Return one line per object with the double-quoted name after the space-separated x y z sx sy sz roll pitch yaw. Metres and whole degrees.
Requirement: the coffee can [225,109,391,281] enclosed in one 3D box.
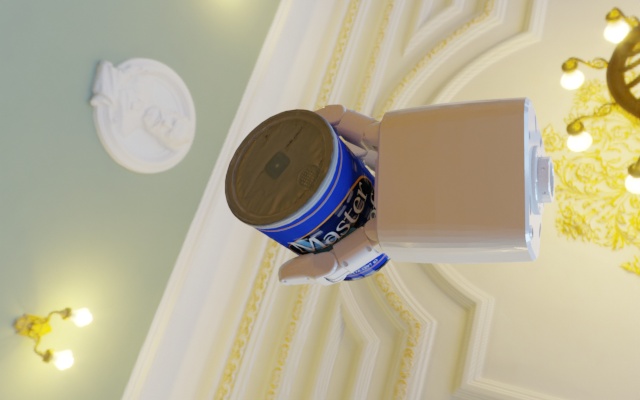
0.000 0.001 0.421 0.103 0.102 0.140 0 -25 33 "coffee can"
